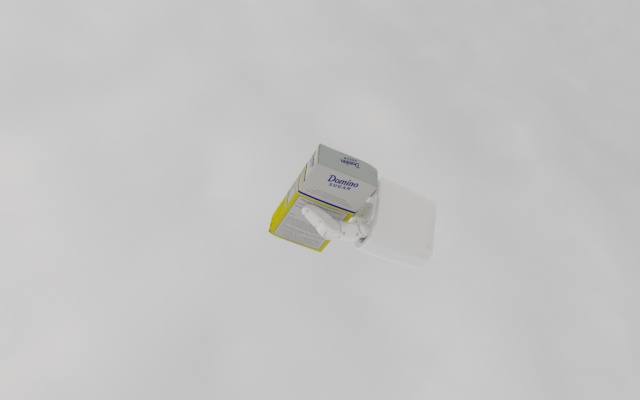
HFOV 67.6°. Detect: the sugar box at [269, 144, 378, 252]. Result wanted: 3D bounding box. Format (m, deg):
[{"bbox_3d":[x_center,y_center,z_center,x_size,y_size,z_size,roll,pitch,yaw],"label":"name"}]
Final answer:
[{"bbox_3d":[0.000,0.002,0.695,0.093,0.048,0.176,21,-46,-17],"label":"sugar box"}]
